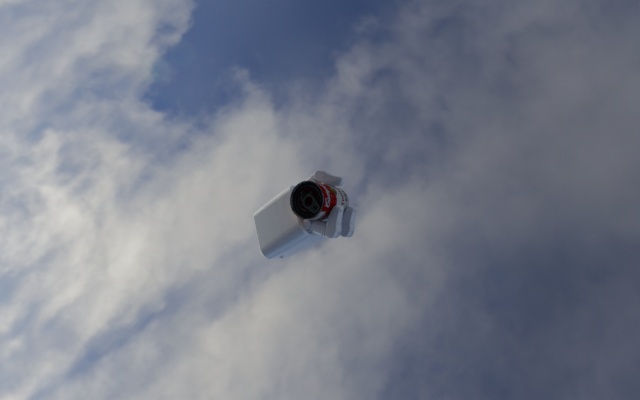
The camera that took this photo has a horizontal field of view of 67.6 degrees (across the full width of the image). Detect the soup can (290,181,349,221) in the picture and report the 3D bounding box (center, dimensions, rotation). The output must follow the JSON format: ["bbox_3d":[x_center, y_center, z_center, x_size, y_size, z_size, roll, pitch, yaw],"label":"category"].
[{"bbox_3d":[0.001,0.003,0.870,0.068,0.068,0.102,0,-4,30],"label":"soup can"}]
